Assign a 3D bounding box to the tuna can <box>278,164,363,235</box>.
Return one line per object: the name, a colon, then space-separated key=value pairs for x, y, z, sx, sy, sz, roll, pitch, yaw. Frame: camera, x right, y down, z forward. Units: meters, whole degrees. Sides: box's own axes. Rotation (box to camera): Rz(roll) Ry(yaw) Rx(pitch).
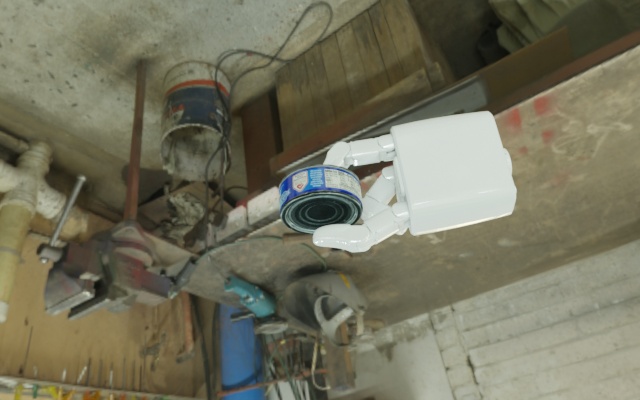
tuna can: x=0.000 y=0.002 z=0.489 sx=0.086 sy=0.033 sz=0.086 roll=-3 pitch=-33 yaw=-2
